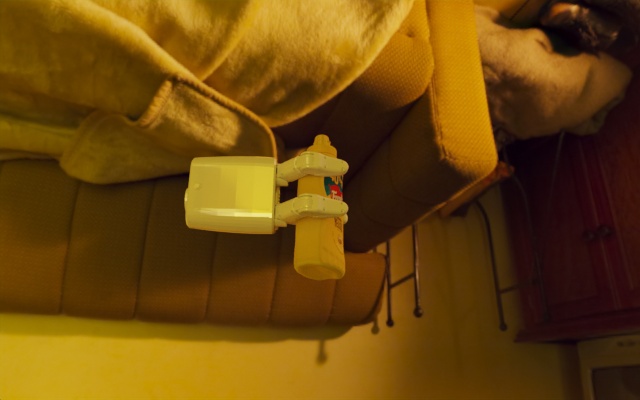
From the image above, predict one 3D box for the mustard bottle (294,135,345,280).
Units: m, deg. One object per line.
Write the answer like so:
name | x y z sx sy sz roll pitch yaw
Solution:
mustard bottle | 0.000 0.002 0.625 0.058 0.191 0.096 -7 -23 19
